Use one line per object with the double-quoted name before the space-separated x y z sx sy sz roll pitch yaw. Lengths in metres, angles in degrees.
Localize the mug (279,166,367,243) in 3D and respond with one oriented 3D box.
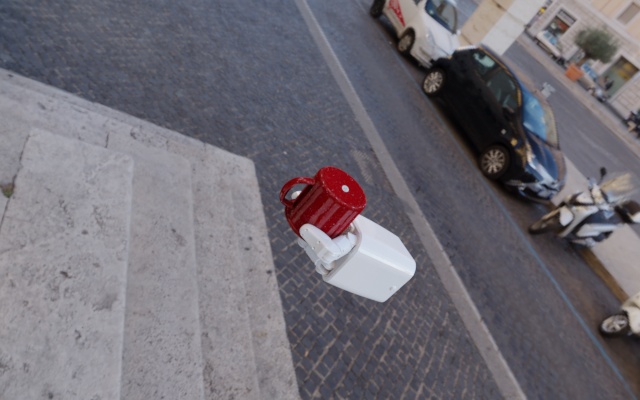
"mug" -0.001 0.001 0.662 0.117 0.081 0.093 26 34 -24
